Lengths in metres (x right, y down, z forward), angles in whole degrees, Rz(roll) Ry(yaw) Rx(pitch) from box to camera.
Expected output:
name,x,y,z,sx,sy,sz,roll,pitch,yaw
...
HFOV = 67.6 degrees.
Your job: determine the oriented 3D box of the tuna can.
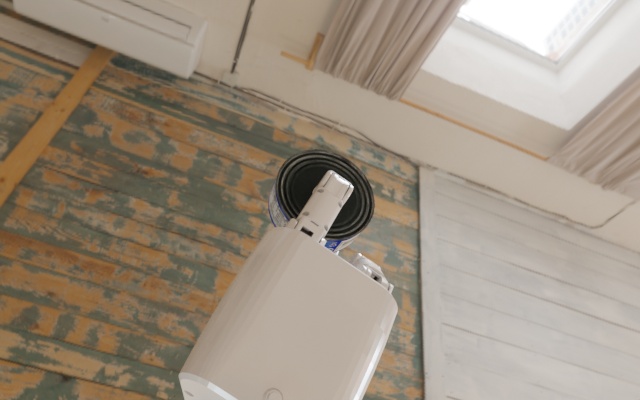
name,x,y,z,sx,sy,sz,roll,pitch,yaw
tuna can,0.000,0.002,0.403,0.086,0.086,0.034,0,-29,-22
